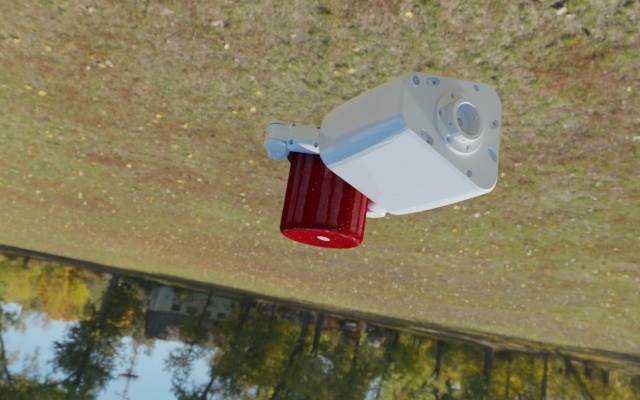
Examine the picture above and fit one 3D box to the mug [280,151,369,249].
[{"bbox_3d":[-0.001,0.002,0.480,0.093,0.081,0.117,17,-18,-26],"label":"mug"}]
